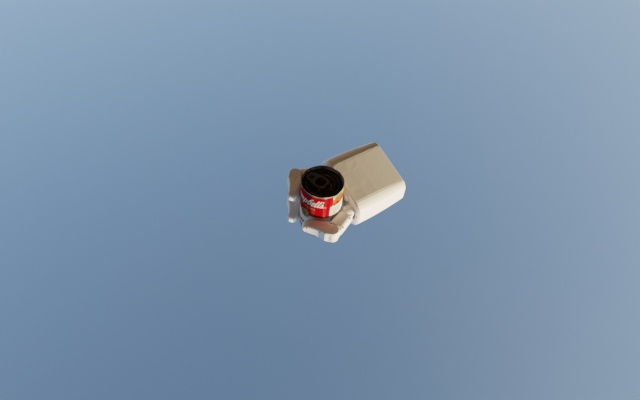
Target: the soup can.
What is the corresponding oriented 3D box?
[{"bbox_3d":[0.000,0.003,0.773,0.068,0.068,0.102,0,-40,-5],"label":"soup can"}]
